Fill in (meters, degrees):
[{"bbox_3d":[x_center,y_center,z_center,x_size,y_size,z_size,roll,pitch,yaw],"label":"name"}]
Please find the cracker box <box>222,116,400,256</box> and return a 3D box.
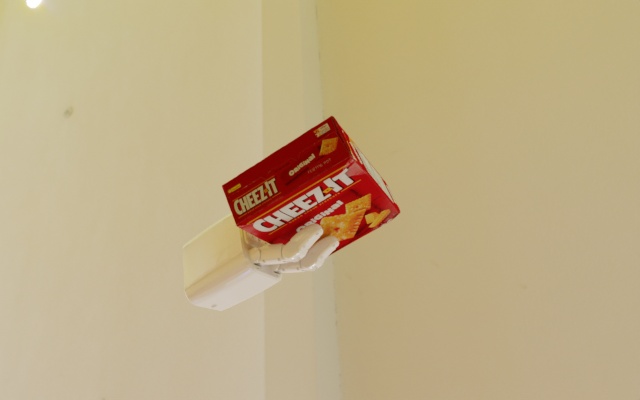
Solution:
[{"bbox_3d":[0.000,0.002,0.643,0.164,0.072,0.214,-31,-29,12],"label":"cracker box"}]
